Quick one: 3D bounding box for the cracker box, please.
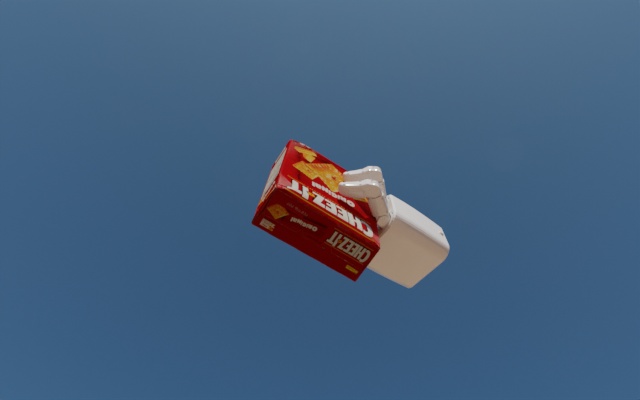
[{"bbox_3d":[0.000,0.002,0.710,0.164,0.072,0.213,30,21,-11],"label":"cracker box"}]
